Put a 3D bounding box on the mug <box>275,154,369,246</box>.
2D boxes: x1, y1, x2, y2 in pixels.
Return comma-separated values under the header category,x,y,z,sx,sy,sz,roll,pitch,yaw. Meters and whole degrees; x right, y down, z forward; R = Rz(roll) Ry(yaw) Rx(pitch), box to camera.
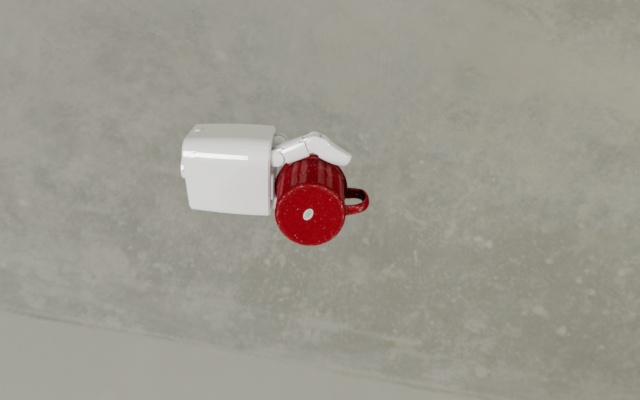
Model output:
category,x,y,z,sx,sy,sz,roll,pitch,yaw
mug,0.002,0.002,0.574,0.117,0.093,0.081,2,25,-1
